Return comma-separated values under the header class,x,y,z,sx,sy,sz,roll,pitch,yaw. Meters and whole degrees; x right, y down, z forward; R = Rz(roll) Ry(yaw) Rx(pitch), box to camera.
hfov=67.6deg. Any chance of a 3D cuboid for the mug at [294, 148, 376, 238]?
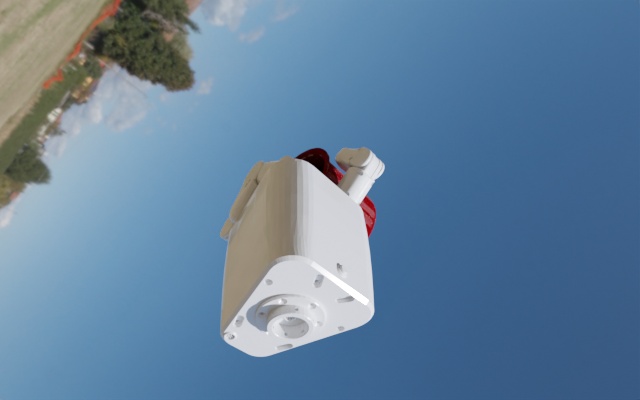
class,x,y,z,sx,sy,sz,roll,pitch,yaw
mug,0.000,0.001,0.480,0.093,0.117,0.081,-35,-58,26
